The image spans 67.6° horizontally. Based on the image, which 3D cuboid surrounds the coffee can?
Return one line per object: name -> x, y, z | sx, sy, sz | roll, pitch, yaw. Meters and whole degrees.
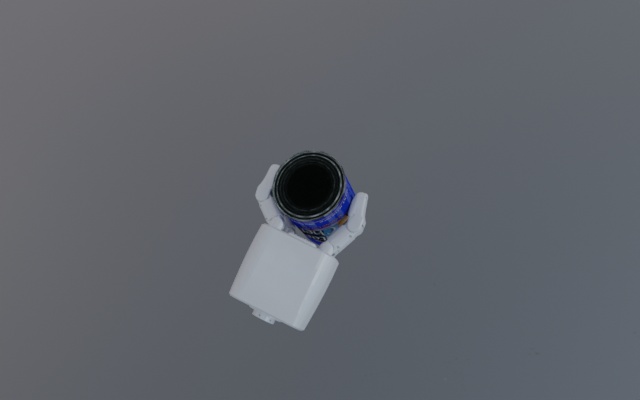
coffee can -> 0.000, 0.002, 0.698 | 0.103, 0.102, 0.140 | 0, -20, 15
